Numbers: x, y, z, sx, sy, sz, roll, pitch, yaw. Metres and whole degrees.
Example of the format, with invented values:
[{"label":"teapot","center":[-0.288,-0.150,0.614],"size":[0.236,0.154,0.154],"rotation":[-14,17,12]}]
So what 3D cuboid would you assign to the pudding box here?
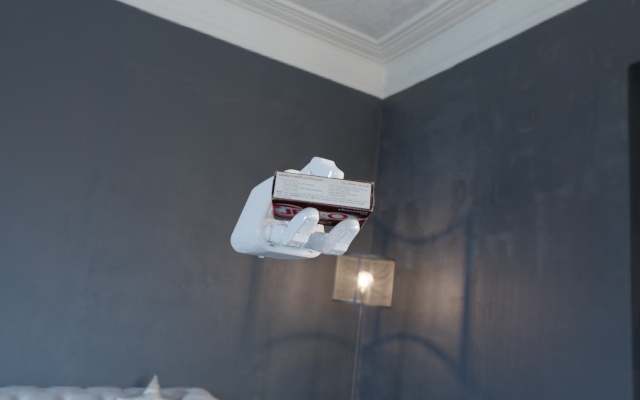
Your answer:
[{"label":"pudding box","center":[0.000,0.002,0.556],"size":[0.113,0.039,0.090],"rotation":[5,-15,-2]}]
